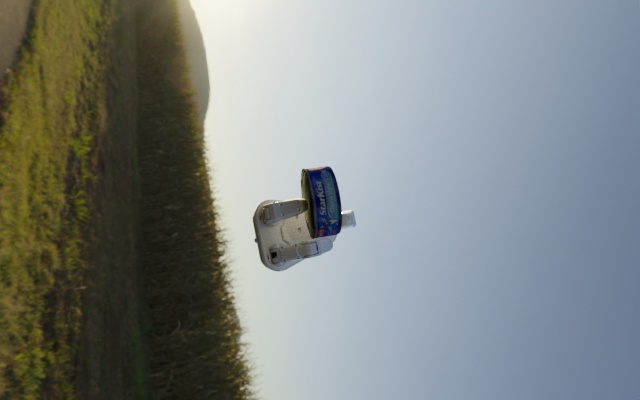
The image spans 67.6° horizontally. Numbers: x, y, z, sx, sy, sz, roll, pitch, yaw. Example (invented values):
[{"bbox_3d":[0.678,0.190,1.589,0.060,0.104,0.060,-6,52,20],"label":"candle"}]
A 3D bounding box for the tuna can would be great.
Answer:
[{"bbox_3d":[0.001,0.002,0.577,0.034,0.086,0.086,-8,1,-10],"label":"tuna can"}]
